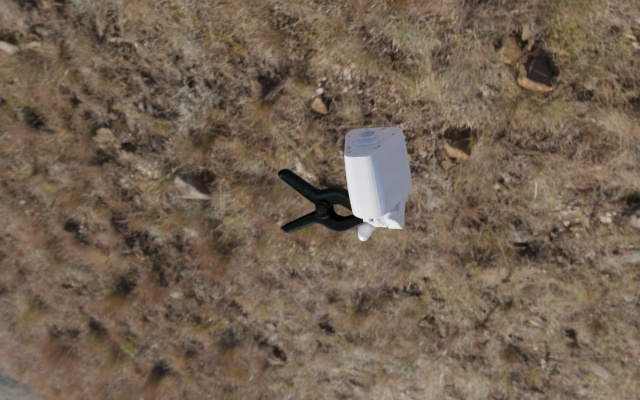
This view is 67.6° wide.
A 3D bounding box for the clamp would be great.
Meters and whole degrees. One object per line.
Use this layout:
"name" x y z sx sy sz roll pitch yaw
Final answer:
"clamp" 0.000 0.003 0.810 0.171 0.120 0.039 -1 29 21
